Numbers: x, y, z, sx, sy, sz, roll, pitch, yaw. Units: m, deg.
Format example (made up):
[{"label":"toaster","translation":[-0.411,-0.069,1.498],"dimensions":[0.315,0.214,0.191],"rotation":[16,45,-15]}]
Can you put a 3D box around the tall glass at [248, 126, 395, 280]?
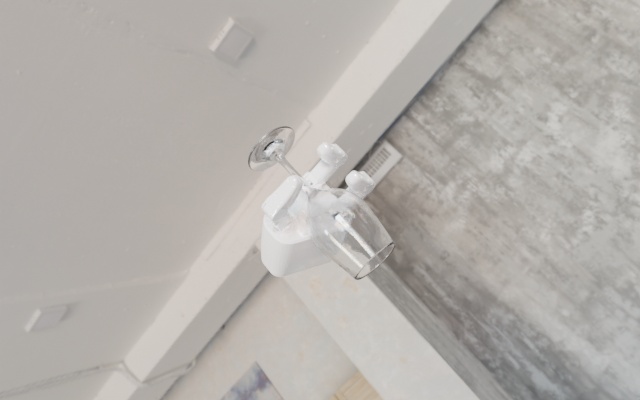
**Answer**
[{"label":"tall glass","translation":[0.000,0.001,0.579],"dimensions":[0.201,0.079,0.079],"rotation":[47,21,21]}]
